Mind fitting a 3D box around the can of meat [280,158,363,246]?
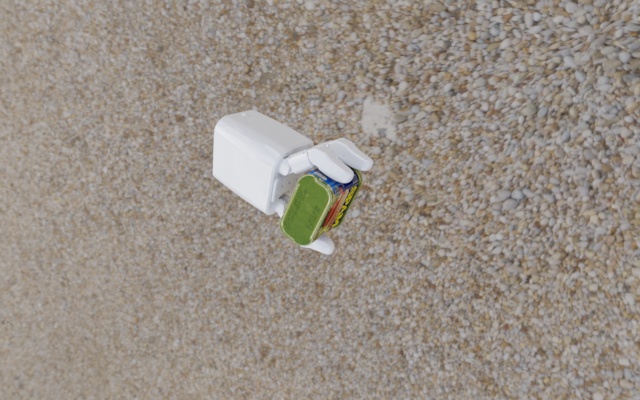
[{"bbox_3d":[0.000,0.002,0.619,0.057,0.102,0.084,35,31,16],"label":"can of meat"}]
